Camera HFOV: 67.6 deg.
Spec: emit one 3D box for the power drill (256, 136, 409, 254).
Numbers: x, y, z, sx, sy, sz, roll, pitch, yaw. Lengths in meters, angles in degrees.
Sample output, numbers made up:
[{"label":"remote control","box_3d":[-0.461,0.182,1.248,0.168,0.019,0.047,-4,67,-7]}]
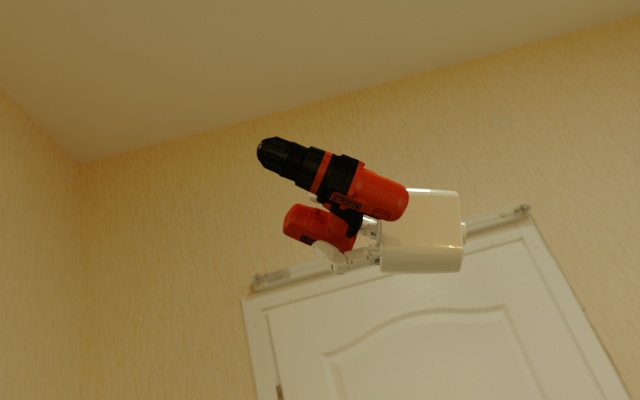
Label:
[{"label":"power drill","box_3d":[0.000,0.002,0.611,0.184,0.057,0.188,24,-26,-1]}]
